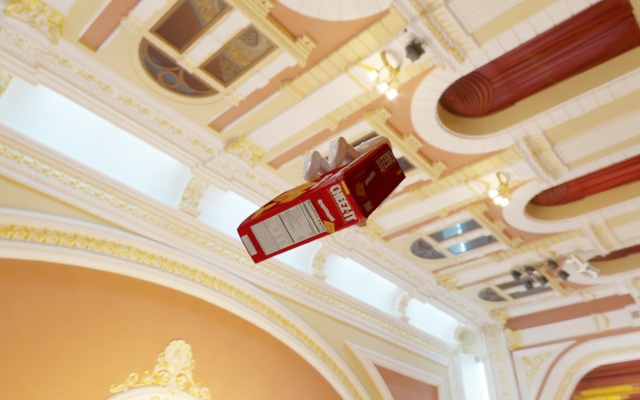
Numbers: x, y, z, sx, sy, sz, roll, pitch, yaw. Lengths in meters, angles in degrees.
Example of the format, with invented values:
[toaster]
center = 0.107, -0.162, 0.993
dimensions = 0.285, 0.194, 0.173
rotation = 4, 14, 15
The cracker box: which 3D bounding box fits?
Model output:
[cracker box]
center = 0.000, 0.003, 0.717
dimensions = 0.214, 0.072, 0.164
rotation = -25, 8, 35
